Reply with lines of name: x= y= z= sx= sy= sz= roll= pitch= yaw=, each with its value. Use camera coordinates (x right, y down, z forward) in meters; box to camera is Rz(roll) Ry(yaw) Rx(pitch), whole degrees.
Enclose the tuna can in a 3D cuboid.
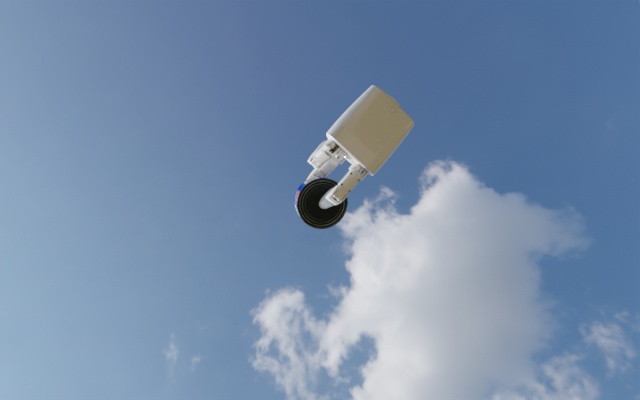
tuna can: x=0.000 y=0.003 z=0.800 sx=0.086 sy=0.086 sz=0.033 roll=0 pitch=10 yaw=-12
